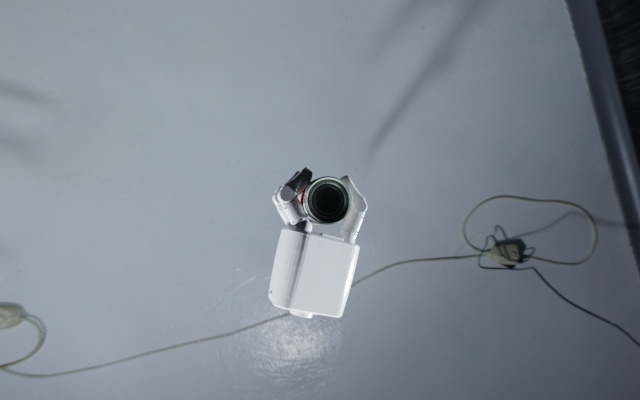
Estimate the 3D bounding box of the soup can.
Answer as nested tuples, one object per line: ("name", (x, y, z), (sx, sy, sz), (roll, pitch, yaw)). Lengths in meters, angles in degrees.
("soup can", (0.000, 0.002, 0.690), (0.068, 0.068, 0.102), (0, -3, -12))
